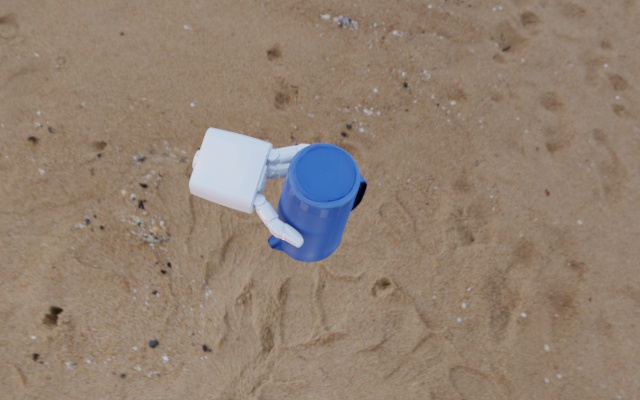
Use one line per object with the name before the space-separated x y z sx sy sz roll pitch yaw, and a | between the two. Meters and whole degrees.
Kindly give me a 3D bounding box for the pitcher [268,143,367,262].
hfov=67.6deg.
pitcher | 0.000 0.003 0.800 0.145 0.149 0.243 18 -24 0
